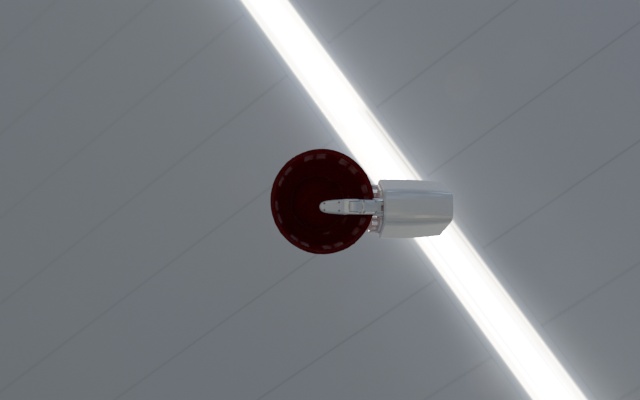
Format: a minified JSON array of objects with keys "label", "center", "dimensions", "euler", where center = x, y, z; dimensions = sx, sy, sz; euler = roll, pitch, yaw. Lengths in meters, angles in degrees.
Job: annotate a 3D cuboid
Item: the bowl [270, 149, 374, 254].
[{"label":"bowl","center":[-0.001,0.002,0.753],"dimensions":[0.162,0.162,0.055],"euler":[0,-2,-10]}]
